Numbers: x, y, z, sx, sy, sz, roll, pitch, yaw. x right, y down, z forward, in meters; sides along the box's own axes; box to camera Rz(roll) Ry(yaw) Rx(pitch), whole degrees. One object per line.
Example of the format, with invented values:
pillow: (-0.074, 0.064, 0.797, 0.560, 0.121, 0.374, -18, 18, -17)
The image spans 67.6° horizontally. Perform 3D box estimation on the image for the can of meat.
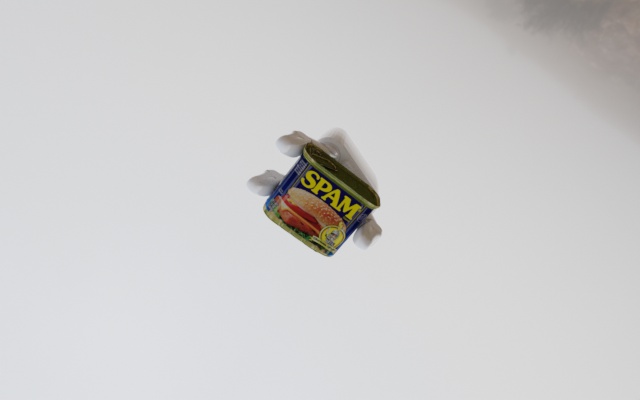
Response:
can of meat: (0.000, 0.002, 0.524, 0.102, 0.084, 0.057, 37, 19, -9)
